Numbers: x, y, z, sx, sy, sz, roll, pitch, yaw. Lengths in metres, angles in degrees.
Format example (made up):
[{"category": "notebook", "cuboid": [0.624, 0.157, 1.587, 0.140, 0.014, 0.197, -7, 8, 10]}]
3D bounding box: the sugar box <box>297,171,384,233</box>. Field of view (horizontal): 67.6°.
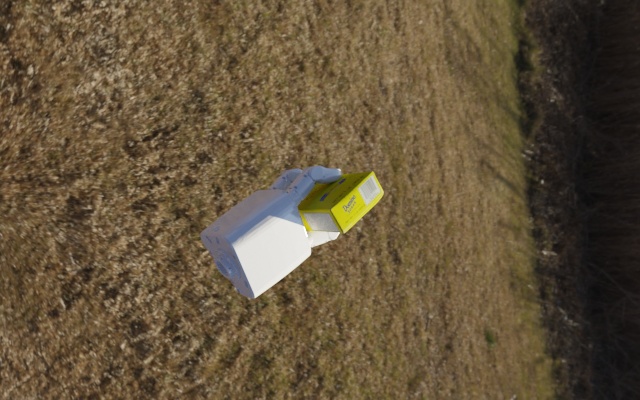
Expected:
[{"category": "sugar box", "cuboid": [0.000, 0.002, 0.702, 0.093, 0.048, 0.176, -41, 24, -30]}]
